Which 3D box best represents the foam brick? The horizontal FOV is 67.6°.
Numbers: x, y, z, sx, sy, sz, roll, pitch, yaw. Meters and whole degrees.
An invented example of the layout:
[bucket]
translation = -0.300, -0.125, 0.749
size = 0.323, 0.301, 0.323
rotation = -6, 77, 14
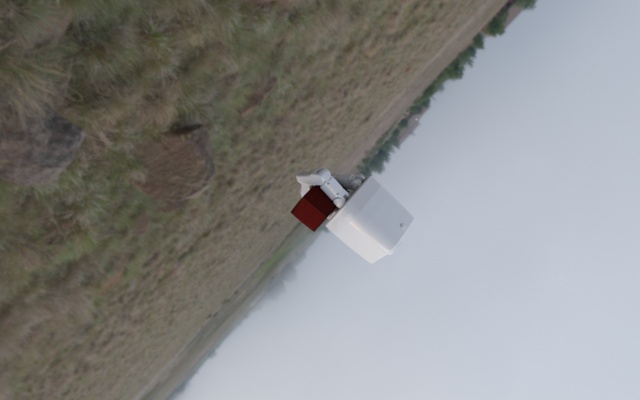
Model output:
[foam brick]
translation = 0.000, 0.003, 0.782
size = 0.078, 0.051, 0.053
rotation = -46, -2, -41
